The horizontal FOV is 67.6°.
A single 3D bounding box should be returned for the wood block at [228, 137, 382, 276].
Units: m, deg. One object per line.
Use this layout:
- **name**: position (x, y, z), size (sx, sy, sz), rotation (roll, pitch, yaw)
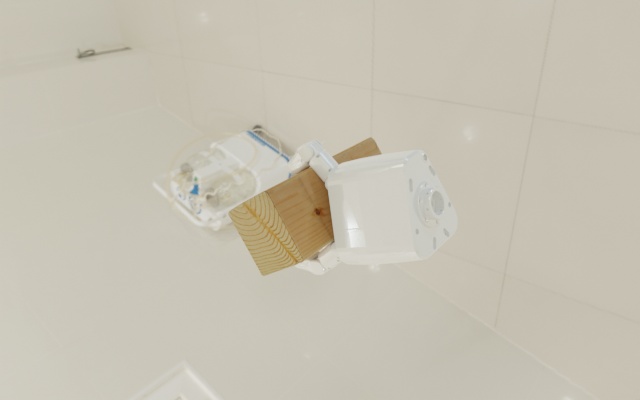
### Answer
- **wood block**: position (0.000, 0.002, 0.614), size (0.206, 0.091, 0.090), rotation (-30, 3, -43)
